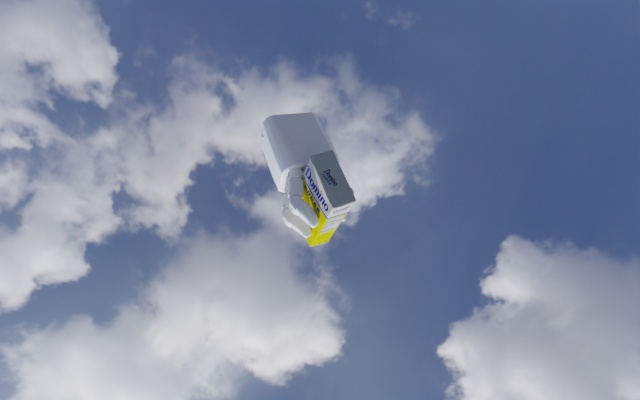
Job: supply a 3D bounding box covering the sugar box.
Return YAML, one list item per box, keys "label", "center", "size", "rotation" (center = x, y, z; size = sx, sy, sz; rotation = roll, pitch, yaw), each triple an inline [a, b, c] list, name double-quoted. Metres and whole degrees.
- label: "sugar box"
  center: [0.000, 0.003, 0.783]
  size: [0.048, 0.093, 0.176]
  rotation: [-18, -20, -17]
